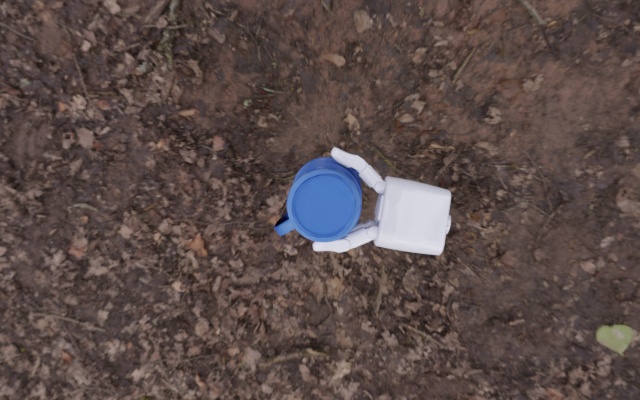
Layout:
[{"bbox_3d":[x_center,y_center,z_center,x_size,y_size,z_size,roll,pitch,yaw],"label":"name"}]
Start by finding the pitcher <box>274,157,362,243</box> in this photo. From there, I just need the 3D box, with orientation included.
[{"bbox_3d":[0.000,0.003,0.794,0.145,0.149,0.243,12,6,1],"label":"pitcher"}]
